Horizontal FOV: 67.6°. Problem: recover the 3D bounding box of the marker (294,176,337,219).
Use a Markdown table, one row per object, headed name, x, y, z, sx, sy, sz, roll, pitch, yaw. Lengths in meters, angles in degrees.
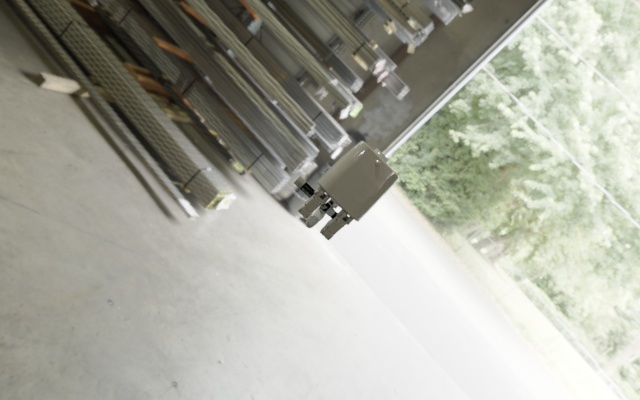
| name | x | y | z | sx | sy | sz | roll | pitch | yaw |
| --- | --- | --- | --- | --- | --- | --- | --- | --- | --- |
| marker | 0.000 | 0.003 | 0.879 | 0.121 | 0.020 | 0.020 | 44 | -5 | -5 |
